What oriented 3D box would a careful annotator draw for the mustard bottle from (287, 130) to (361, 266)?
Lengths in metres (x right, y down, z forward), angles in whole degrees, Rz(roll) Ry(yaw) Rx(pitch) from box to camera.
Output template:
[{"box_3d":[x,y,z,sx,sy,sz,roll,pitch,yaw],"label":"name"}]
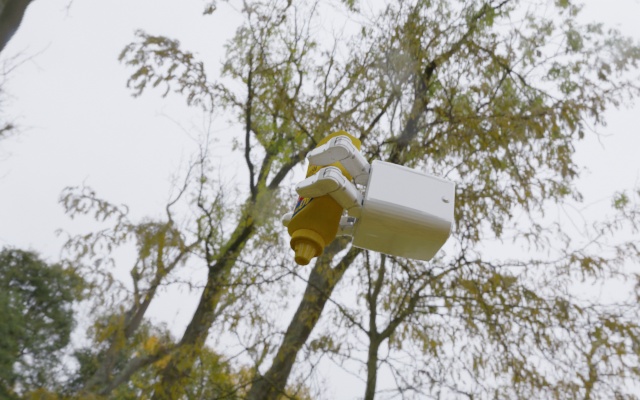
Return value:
[{"box_3d":[0.000,0.002,0.608,0.058,0.191,0.096,31,-43,-15],"label":"mustard bottle"}]
